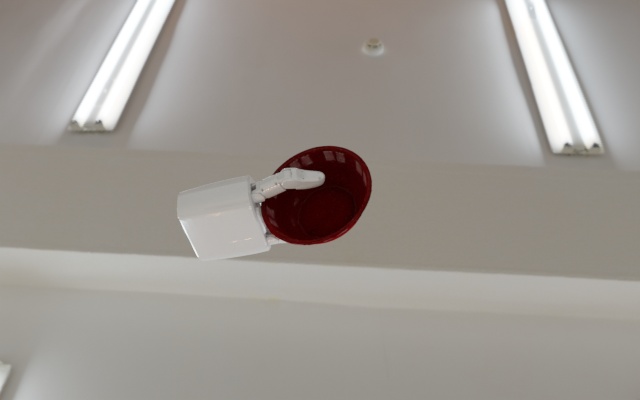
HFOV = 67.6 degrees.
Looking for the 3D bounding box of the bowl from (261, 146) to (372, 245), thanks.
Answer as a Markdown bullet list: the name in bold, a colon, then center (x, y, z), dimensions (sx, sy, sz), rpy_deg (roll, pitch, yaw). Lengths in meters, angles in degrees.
- **bowl**: center (0.002, 0.002, 0.673), dimensions (0.162, 0.162, 0.055), rpy_deg (0, -32, 23)
